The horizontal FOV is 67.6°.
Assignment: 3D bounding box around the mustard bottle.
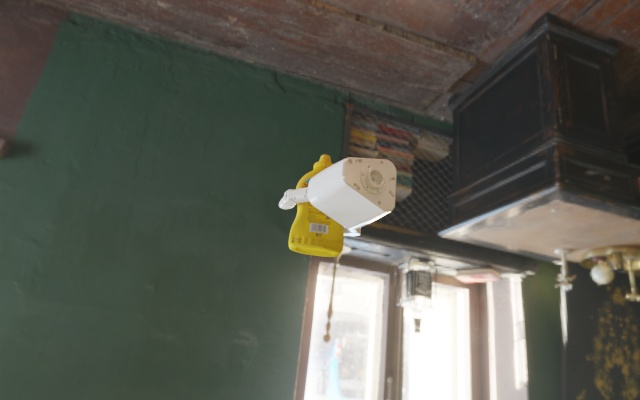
[{"bbox_3d":[0.000,0.003,0.876,0.096,0.191,0.058,8,-23,-4],"label":"mustard bottle"}]
